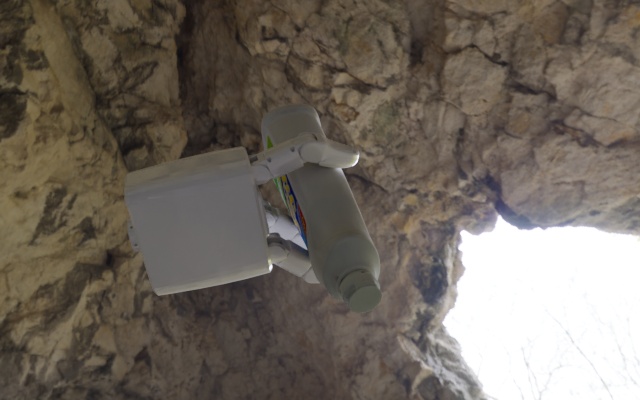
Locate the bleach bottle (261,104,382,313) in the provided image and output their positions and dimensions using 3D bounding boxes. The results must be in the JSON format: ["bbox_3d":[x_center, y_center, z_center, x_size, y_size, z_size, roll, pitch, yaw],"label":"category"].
[{"bbox_3d":[0.000,0.002,0.460,0.068,0.103,0.250,-13,36,-10],"label":"bleach bottle"}]
